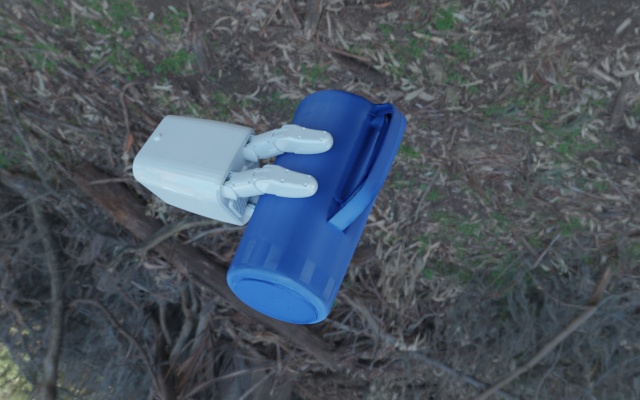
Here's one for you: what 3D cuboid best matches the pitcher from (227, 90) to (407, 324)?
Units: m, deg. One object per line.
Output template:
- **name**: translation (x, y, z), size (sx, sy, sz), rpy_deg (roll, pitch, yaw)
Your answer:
- **pitcher**: translation (0.000, 0.002, 0.519), size (0.145, 0.242, 0.149), rpy_deg (13, -33, 14)
